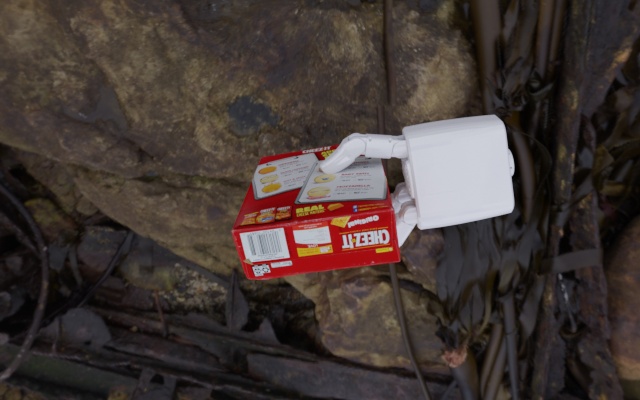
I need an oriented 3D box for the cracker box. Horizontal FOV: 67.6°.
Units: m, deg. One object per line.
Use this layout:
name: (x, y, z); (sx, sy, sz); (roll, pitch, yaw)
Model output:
cracker box: (0.000, 0.002, 0.570); (0.164, 0.072, 0.213); (-8, 25, 6)
